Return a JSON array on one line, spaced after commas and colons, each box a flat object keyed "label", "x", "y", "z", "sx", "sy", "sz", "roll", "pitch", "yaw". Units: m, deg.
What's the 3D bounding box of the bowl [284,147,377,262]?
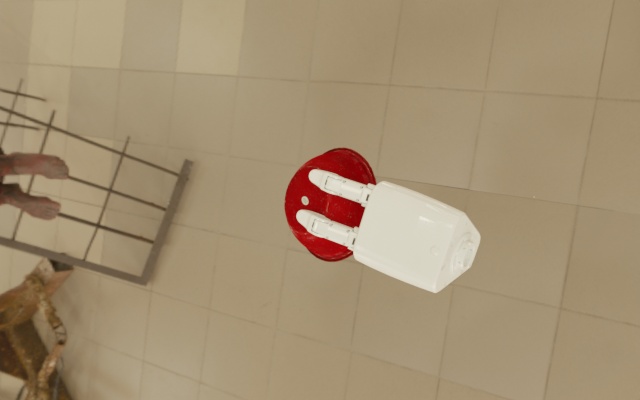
[{"label": "bowl", "x": -0.001, "y": 0.002, "z": 0.653, "sx": 0.055, "sy": 0.162, "sz": 0.162, "roll": 10, "pitch": -7, "yaw": -42}]
